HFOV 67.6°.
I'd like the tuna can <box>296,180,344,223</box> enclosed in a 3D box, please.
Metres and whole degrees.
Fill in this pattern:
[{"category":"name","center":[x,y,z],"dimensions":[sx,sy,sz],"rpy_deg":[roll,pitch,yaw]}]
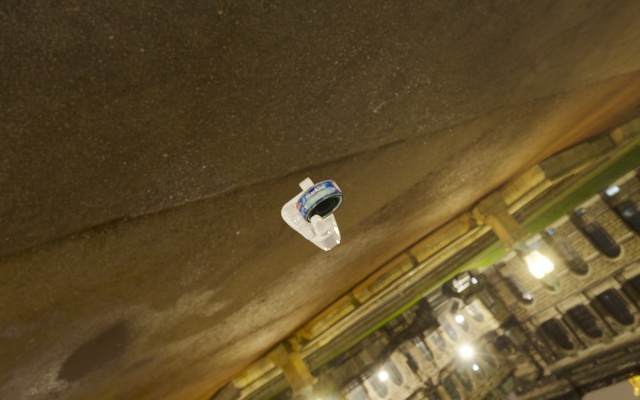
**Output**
[{"category":"tuna can","center":[0.000,0.003,0.872],"dimensions":[0.086,0.033,0.086],"rpy_deg":[-29,-24,-14]}]
